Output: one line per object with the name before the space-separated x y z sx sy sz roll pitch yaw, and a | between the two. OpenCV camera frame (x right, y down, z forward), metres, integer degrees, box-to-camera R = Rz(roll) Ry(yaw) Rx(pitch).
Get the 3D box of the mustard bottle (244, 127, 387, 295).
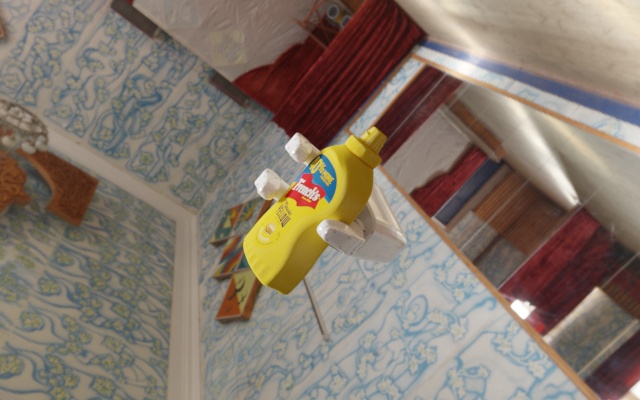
mustard bottle | 0.000 0.002 0.503 0.058 0.191 0.096 35 12 -32
